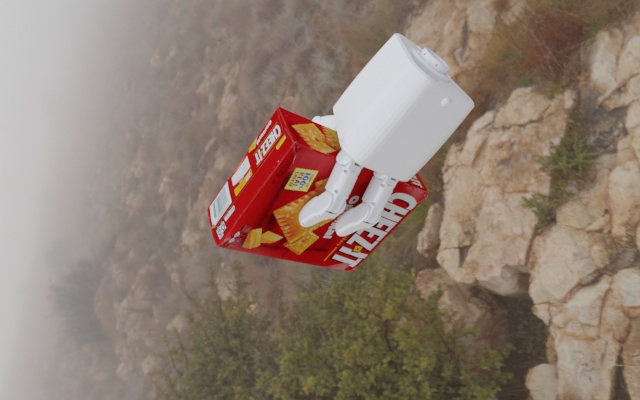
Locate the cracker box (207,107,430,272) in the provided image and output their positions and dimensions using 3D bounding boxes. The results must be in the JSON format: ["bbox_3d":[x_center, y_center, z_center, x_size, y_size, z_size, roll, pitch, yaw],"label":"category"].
[{"bbox_3d":[0.000,0.002,0.572,0.214,0.072,0.164,17,-54,-37],"label":"cracker box"}]
